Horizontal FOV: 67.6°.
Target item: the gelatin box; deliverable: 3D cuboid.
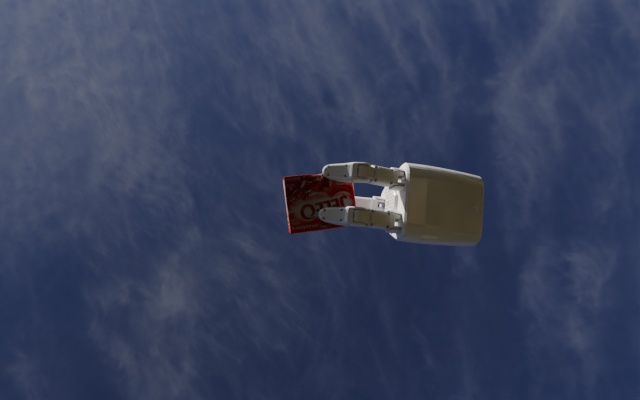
[{"bbox_3d":[0.000,0.002,0.613,0.089,0.073,0.030,-7,-5,-6],"label":"gelatin box"}]
